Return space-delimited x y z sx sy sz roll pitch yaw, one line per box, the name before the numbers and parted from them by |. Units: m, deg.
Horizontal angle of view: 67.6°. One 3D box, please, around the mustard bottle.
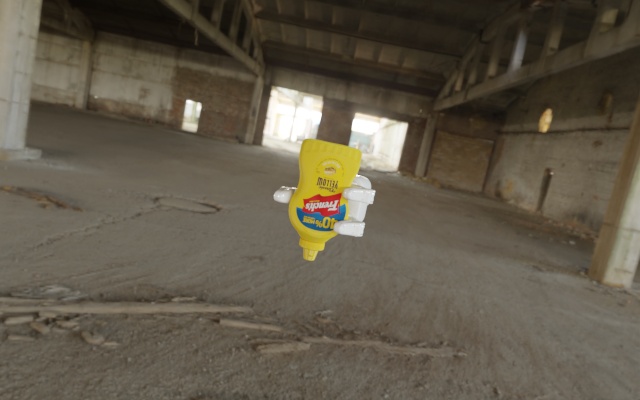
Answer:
mustard bottle | 0.000 0.002 0.764 0.096 0.191 0.058 10 8 -11
